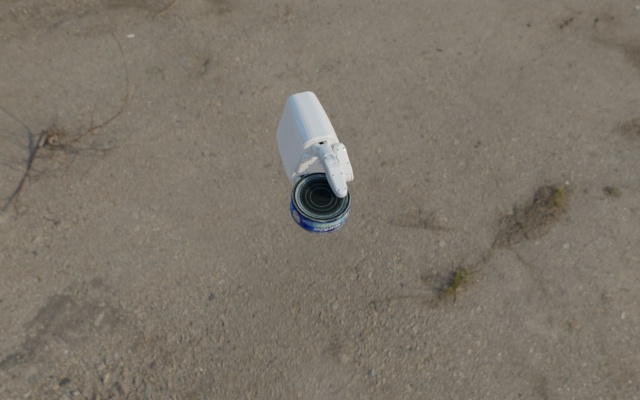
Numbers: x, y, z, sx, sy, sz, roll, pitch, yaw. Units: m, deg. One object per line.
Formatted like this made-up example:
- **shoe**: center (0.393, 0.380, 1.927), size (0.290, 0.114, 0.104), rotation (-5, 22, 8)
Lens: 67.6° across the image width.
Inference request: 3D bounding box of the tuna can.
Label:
- **tuna can**: center (0.000, 0.002, 0.678), size (0.086, 0.086, 0.034), rotation (0, -32, -6)
